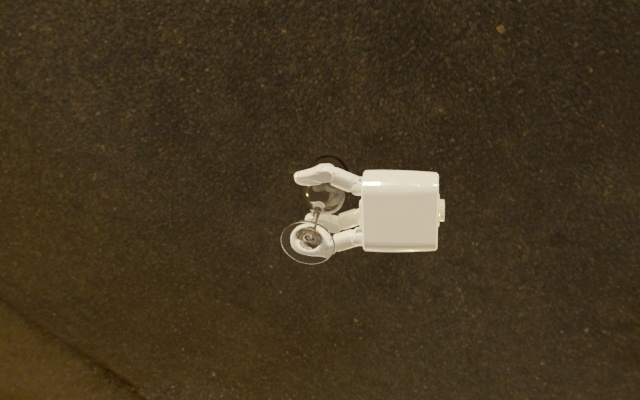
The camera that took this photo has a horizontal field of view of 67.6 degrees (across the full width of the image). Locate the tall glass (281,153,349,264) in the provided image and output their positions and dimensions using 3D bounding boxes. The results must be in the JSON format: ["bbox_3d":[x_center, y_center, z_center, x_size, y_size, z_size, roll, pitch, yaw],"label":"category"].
[{"bbox_3d":[0.000,0.003,0.720,0.079,0.079,0.201,0,34,12],"label":"tall glass"}]
